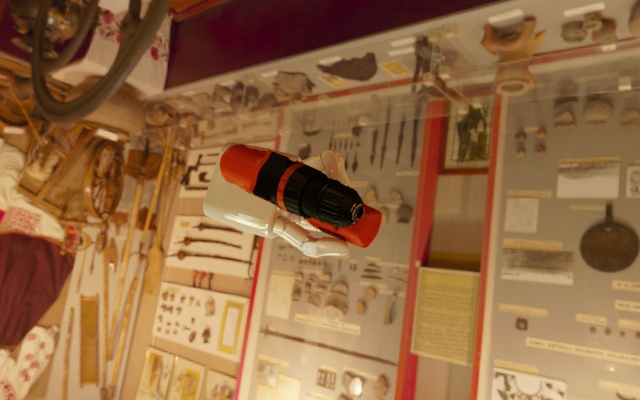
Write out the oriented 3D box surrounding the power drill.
[{"bbox_3d":[0.000,0.002,0.547,0.184,0.057,0.188,24,-5,35],"label":"power drill"}]
